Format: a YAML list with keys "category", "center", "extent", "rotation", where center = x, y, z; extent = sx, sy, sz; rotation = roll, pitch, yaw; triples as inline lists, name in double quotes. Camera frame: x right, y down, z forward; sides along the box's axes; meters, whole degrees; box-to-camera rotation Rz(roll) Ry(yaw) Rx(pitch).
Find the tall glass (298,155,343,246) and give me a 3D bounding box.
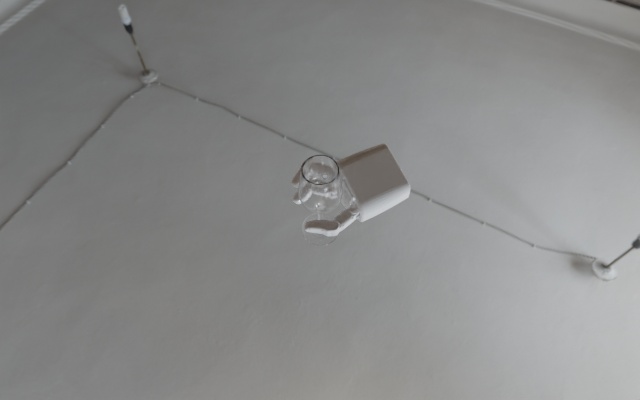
- category: "tall glass"
  center: [0.000, 0.003, 0.860]
  extent: [0.079, 0.079, 0.201]
  rotation: [0, -32, 1]
